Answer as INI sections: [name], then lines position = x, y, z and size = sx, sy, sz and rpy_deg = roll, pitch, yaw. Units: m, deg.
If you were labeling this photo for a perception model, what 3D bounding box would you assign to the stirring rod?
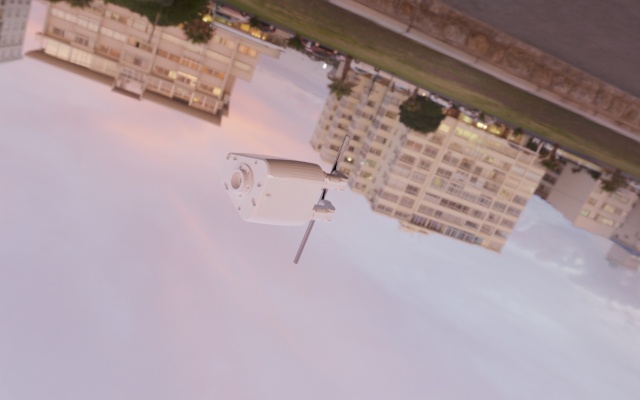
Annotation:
[stirring rod]
position = 0.000, 0.003, 0.804
size = 0.011, 0.239, 0.011
rpy_deg = 21, 16, -6
